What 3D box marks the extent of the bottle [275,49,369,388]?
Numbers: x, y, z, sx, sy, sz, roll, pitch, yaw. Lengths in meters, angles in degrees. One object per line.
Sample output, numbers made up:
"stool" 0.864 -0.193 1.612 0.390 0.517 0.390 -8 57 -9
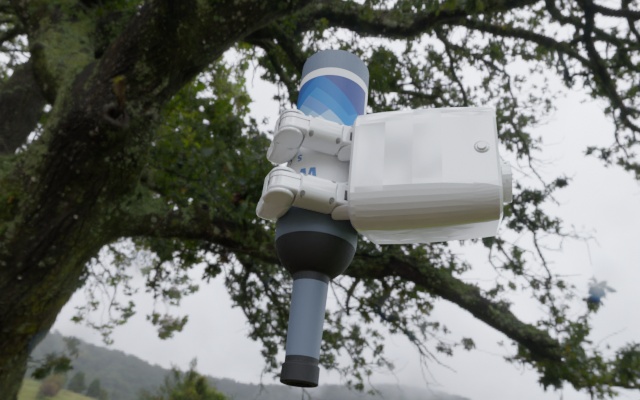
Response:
"bottle" 0.000 0.001 0.405 0.069 0.295 0.069 5 -29 3
